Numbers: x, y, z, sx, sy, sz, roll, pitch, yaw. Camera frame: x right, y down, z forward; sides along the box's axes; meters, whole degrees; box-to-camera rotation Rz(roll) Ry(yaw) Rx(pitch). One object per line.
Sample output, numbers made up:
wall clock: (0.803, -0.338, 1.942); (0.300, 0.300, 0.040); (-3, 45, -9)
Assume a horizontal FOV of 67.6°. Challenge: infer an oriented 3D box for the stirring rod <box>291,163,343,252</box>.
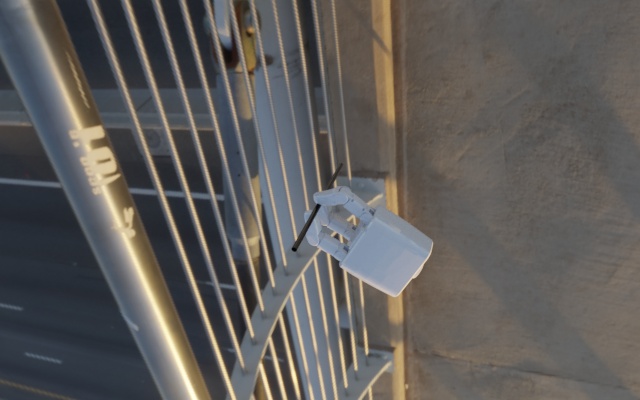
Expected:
stirring rod: (0.000, 0.002, 0.759); (0.011, 0.011, 0.239); (0, 33, 22)
